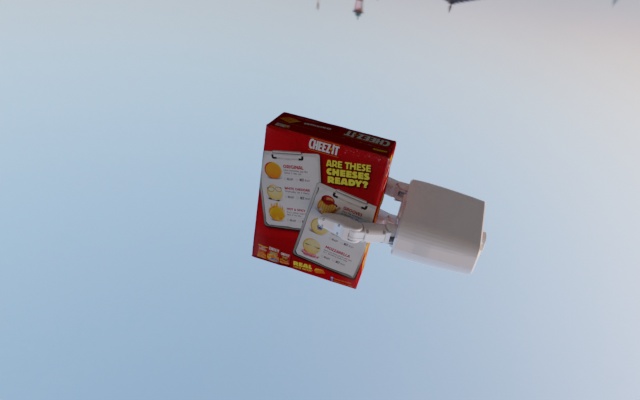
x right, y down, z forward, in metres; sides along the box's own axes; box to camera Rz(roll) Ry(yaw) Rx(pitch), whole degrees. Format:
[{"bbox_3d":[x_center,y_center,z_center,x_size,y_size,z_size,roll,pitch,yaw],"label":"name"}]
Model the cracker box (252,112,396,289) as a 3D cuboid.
[{"bbox_3d":[0.000,0.002,0.665,0.164,0.214,0.072,16,31,9],"label":"cracker box"}]
